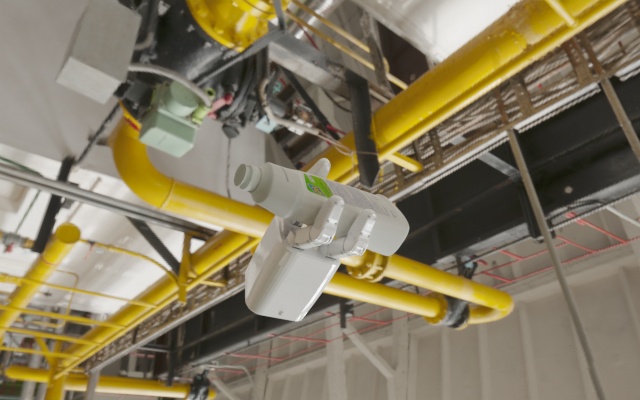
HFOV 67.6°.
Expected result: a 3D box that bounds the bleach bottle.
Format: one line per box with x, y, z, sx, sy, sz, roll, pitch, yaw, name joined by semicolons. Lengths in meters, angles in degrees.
0.000;0.002;0.633;0.251;0.068;0.102;21;19;-34;bleach bottle
